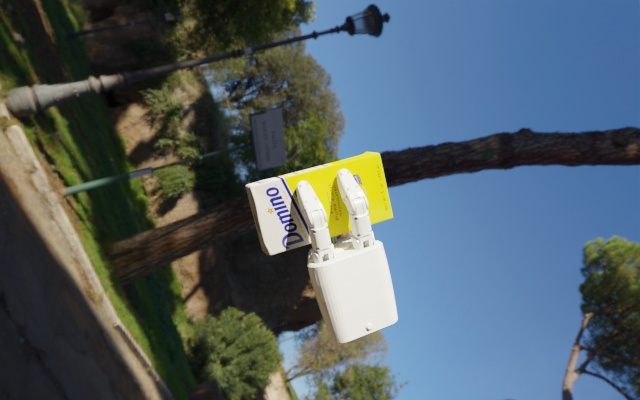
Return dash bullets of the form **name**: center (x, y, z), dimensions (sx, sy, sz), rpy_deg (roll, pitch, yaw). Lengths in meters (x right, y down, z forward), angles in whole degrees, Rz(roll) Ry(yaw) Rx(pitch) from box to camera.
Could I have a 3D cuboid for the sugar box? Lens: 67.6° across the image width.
- **sugar box**: center (0.000, 0.002, 0.622), dimensions (0.176, 0.093, 0.048), rpy_deg (-17, 10, -17)
